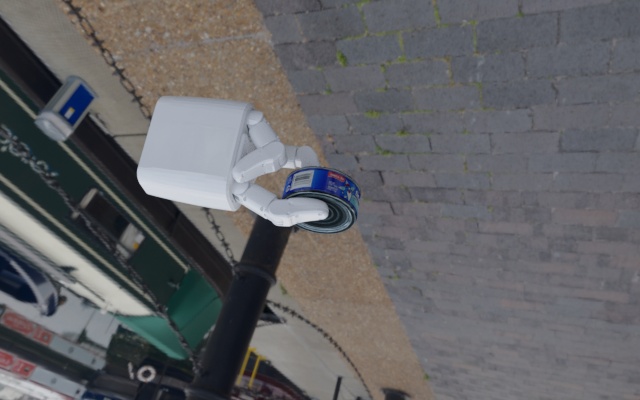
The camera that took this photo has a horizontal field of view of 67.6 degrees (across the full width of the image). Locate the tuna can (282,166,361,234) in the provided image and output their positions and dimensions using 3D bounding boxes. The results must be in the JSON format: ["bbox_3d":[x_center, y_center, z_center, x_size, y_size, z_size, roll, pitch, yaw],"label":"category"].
[{"bbox_3d":[0.000,0.002,0.522,0.086,0.033,0.086,8,-33,5],"label":"tuna can"}]
